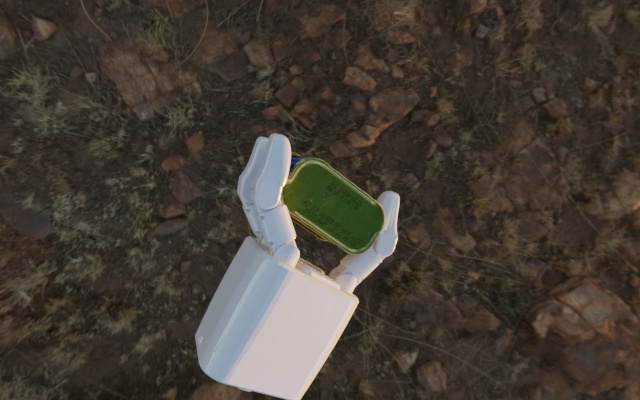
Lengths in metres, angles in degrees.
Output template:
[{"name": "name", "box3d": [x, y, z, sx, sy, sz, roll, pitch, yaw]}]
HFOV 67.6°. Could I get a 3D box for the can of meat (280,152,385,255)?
[{"name": "can of meat", "box3d": [0.000, 0.001, 0.434, 0.102, 0.057, 0.084, 35, -4, -18]}]
